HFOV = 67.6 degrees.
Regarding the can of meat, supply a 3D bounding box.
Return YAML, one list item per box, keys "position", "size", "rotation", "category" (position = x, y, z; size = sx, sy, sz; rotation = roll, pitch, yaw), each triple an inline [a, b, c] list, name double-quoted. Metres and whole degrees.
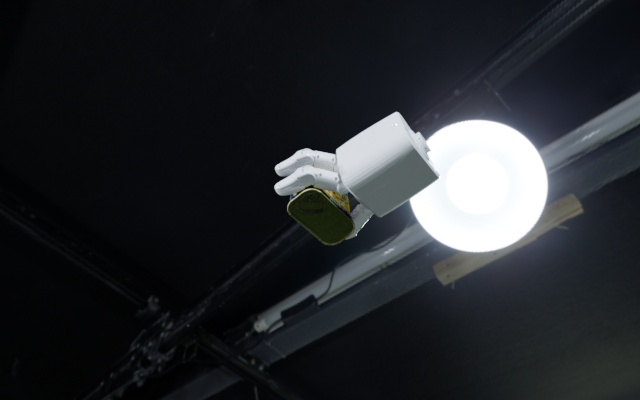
- position: [0.000, 0.002, 0.700]
  size: [0.057, 0.102, 0.084]
  rotation: [-37, 28, 21]
  category: "can of meat"
